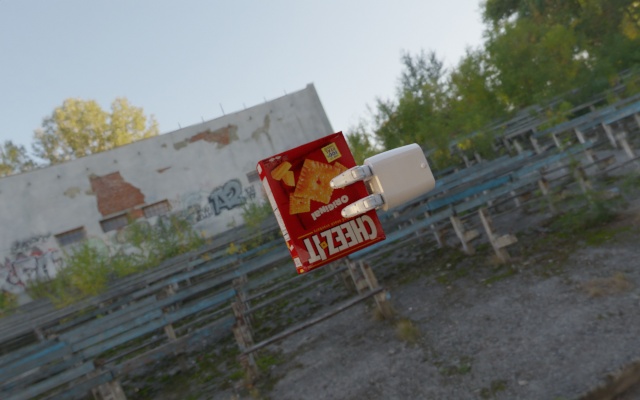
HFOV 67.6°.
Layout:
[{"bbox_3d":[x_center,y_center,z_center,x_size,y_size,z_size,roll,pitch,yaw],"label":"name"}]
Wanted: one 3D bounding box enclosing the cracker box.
[{"bbox_3d":[0.000,0.003,0.859,0.164,0.213,0.072,-21,-5,-14],"label":"cracker box"}]
